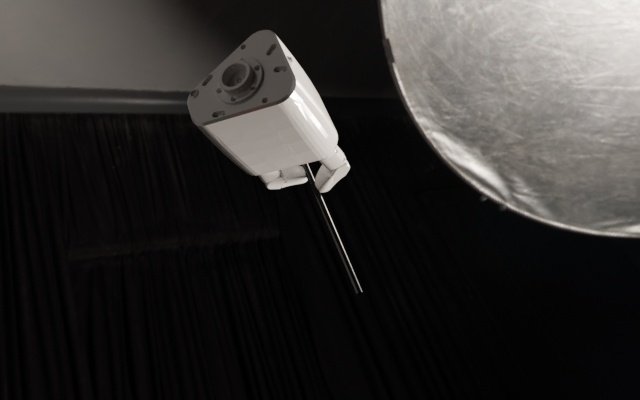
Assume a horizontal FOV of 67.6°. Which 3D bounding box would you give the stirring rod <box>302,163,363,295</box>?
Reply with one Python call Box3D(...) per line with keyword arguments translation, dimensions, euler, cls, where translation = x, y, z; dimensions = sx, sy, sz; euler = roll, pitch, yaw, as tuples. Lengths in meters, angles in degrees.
Box3D(translation=(0.000, 0.002, 0.564), dimensions=(0.011, 0.239, 0.011), euler=(-17, -29, -10), cls="stirring rod")
